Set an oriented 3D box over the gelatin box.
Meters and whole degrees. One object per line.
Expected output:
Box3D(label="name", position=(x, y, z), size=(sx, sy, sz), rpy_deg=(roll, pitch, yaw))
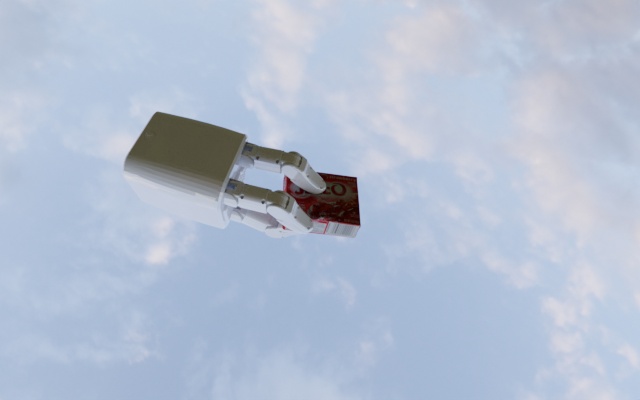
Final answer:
Box3D(label="gelatin box", position=(0.000, 0.002, 0.558), size=(0.089, 0.073, 0.030), rpy_deg=(8, -39, -11))
